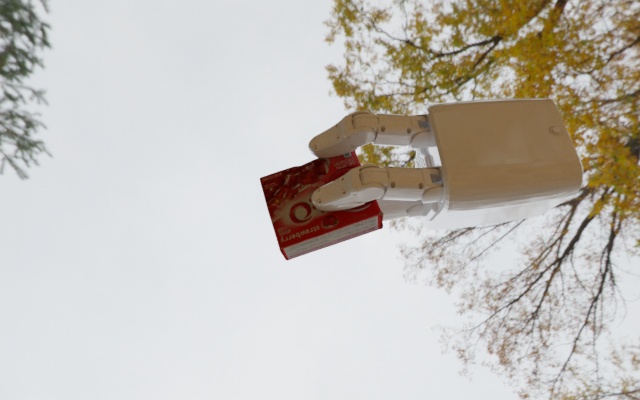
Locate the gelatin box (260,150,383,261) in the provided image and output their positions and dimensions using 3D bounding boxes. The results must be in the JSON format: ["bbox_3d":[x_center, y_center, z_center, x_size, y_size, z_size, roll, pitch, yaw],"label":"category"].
[{"bbox_3d":[0.000,0.002,0.407,0.089,0.073,0.030,-19,-31,-2],"label":"gelatin box"}]
